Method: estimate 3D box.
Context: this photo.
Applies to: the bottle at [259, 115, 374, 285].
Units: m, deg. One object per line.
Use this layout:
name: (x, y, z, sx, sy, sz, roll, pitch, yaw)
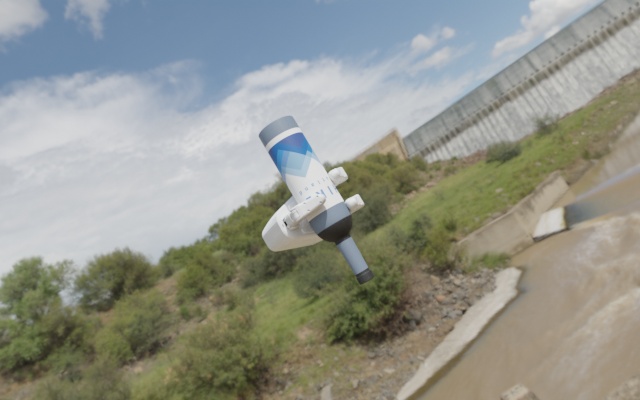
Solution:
bottle: (0.000, 0.002, 0.779, 0.069, 0.295, 0.069, -30, -7, -4)
